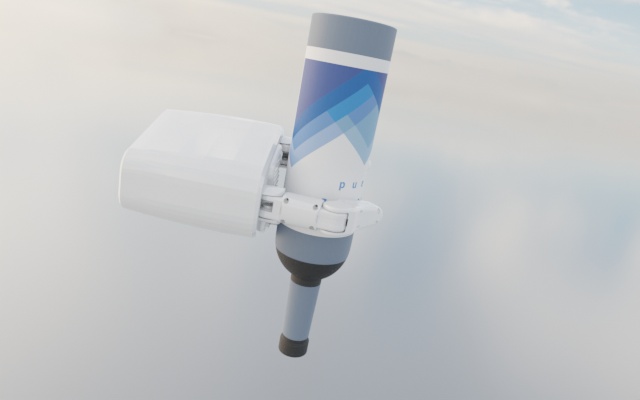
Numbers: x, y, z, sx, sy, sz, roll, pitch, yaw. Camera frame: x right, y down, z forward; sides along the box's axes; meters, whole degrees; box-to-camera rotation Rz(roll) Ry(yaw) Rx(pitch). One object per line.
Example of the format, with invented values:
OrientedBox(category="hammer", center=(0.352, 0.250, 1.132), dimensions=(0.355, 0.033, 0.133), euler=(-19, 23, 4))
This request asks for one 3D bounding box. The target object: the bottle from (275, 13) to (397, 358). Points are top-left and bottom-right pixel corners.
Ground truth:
OrientedBox(category="bottle", center=(0.000, 0.001, 0.408), dimensions=(0.069, 0.296, 0.069), euler=(10, 16, -3))
